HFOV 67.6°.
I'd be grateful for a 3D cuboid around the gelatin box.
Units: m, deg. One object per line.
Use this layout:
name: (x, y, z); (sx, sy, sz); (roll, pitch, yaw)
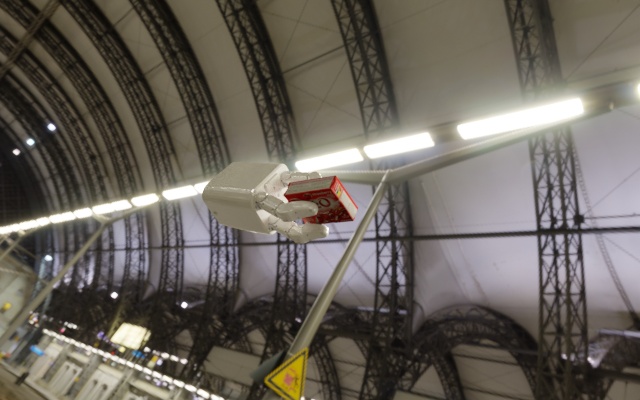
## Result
gelatin box: (0.001, 0.002, 0.712); (0.089, 0.030, 0.073); (-8, -46, 34)
